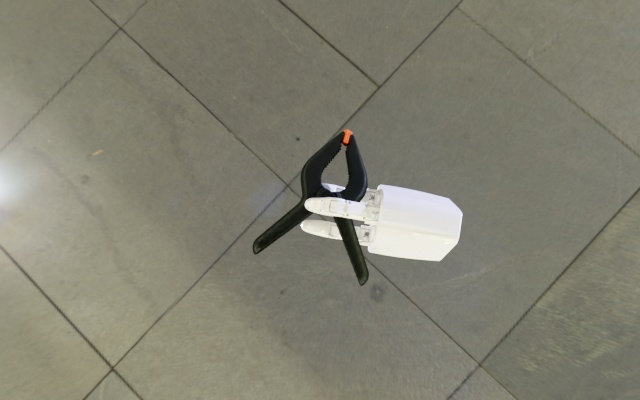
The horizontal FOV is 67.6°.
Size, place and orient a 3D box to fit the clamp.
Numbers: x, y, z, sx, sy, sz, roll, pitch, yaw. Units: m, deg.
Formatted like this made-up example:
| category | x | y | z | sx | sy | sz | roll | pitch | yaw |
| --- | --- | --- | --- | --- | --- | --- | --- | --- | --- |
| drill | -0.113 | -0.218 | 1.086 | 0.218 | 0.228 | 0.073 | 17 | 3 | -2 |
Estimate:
| category | x | y | z | sx | sy | sz | roll | pitch | yaw |
| --- | --- | --- | --- | --- | --- | --- | --- | --- | --- |
| clamp | 0.000 | 0.002 | 0.665 | 0.164 | 0.210 | 0.036 | 10 | -6 | -1 |
